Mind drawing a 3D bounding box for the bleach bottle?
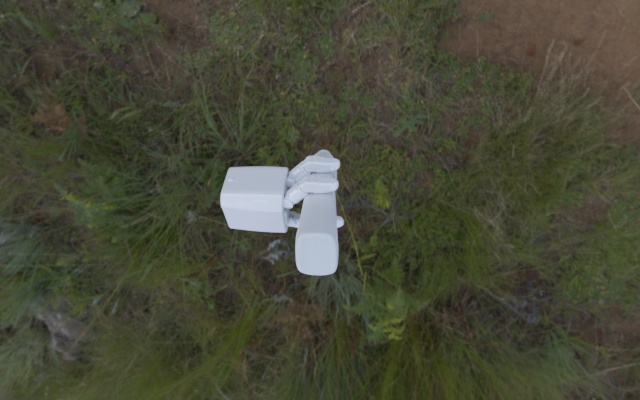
[{"bbox_3d":[0.000,0.003,0.836,0.068,0.103,0.250,2,42,3],"label":"bleach bottle"}]
